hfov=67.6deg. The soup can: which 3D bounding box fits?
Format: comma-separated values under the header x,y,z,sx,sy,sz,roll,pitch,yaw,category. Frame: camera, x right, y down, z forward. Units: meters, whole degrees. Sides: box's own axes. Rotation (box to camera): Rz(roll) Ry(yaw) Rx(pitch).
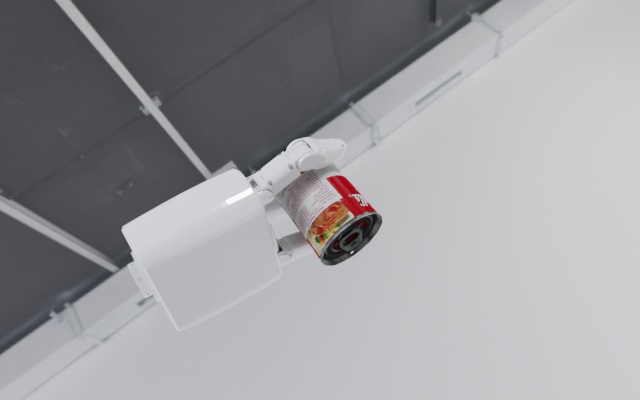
x,y,z,sx,sy,sz,roll,pitch,yaw,category
0.000,0.001,0.450,0.068,0.068,0.102,0,43,-52,soup can
